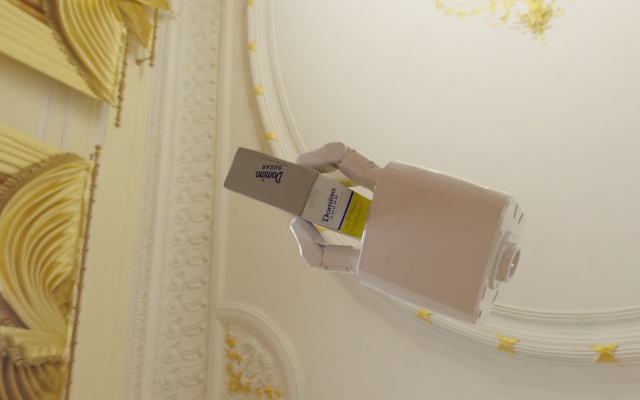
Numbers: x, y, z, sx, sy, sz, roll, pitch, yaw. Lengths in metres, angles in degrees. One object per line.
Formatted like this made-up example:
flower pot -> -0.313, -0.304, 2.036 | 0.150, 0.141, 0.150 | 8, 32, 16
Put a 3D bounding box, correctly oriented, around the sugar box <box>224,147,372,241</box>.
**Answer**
sugar box -> 0.000, 0.001, 0.467 | 0.093, 0.048, 0.176 | 19, -5, 33
